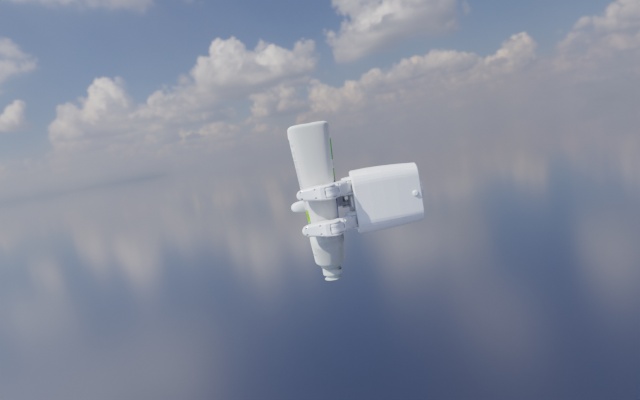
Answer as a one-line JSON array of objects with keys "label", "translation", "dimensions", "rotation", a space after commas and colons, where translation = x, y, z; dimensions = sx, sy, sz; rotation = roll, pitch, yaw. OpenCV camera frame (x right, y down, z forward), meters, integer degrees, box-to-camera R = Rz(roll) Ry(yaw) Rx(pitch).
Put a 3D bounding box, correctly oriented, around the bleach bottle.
[{"label": "bleach bottle", "translation": [0.000, 0.003, 0.772], "dimensions": [0.068, 0.251, 0.102], "rotation": [-10, 6, -1]}]
